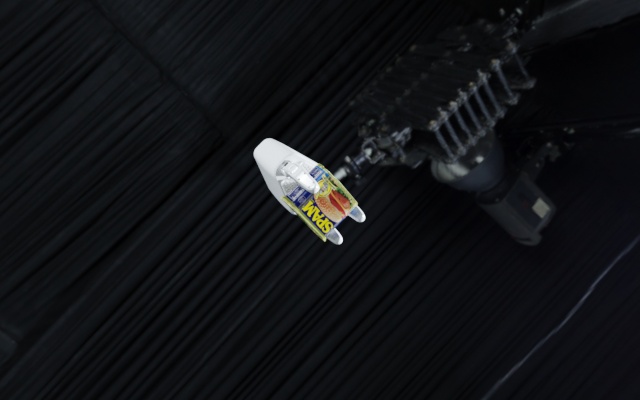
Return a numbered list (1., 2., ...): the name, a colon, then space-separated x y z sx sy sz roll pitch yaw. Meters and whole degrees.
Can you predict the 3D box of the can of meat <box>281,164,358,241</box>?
1. can of meat: 0.000 0.002 0.782 0.102 0.084 0.057 48 -6 -33
